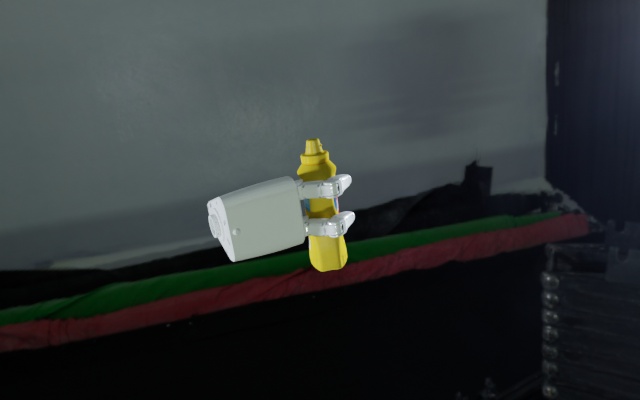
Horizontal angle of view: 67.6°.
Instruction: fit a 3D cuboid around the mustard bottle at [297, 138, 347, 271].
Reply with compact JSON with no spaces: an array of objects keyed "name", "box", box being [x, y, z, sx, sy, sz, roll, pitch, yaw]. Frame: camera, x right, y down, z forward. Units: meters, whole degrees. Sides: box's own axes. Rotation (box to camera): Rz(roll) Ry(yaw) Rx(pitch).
[{"name":"mustard bottle","box":[0.000,0.003,0.720,0.058,0.192,0.096,-8,17,0]}]
